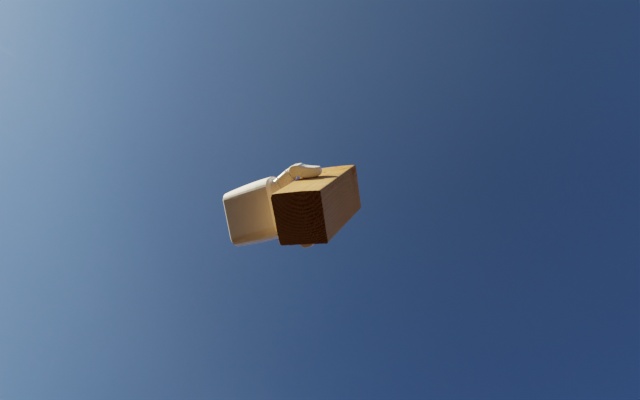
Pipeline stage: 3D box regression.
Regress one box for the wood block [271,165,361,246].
[{"bbox_3d":[0.000,0.003,0.859,0.090,0.091,0.206,-4,14,21],"label":"wood block"}]
